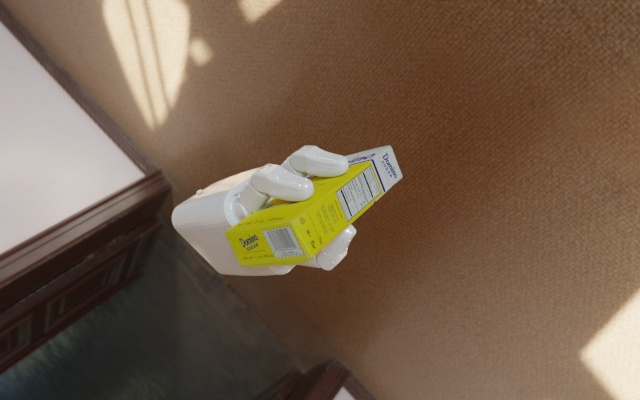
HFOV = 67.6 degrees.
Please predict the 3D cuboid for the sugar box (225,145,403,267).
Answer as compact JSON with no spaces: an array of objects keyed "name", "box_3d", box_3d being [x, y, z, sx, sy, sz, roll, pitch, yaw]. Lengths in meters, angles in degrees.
[{"name":"sugar box","box_3d":[0.000,0.001,0.475,0.093,0.048,0.176,-10,21,41]}]
